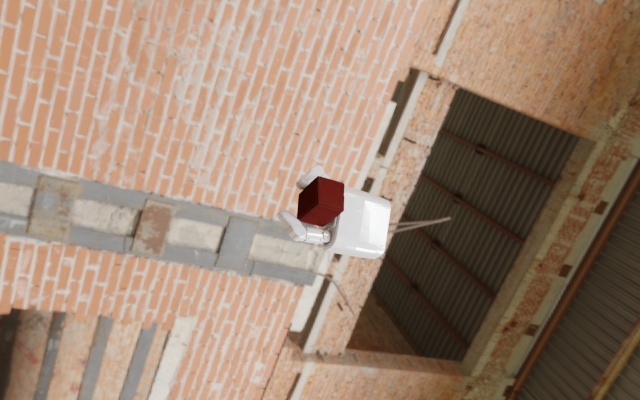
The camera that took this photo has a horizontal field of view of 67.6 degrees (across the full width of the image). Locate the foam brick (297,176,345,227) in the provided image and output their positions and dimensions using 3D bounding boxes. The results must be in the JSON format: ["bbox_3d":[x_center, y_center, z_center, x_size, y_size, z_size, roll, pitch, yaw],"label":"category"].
[{"bbox_3d":[0.000,0.003,0.796,0.051,0.053,0.078,15,-29,-23],"label":"foam brick"}]
